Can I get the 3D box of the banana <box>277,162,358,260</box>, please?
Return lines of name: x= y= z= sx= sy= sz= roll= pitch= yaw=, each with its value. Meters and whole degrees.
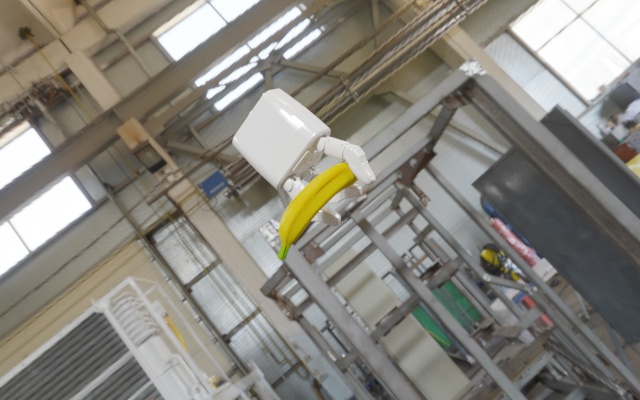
banana: x=0.001 y=-0.006 z=0.653 sx=0.037 sy=0.197 sz=0.070 roll=36 pitch=-33 yaw=14
